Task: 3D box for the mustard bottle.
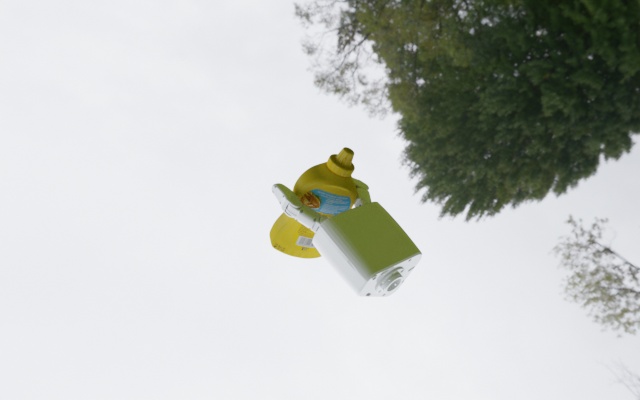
[{"bbox_3d":[0.000,0.002,0.719,0.096,0.192,0.058,14,33,-24],"label":"mustard bottle"}]
